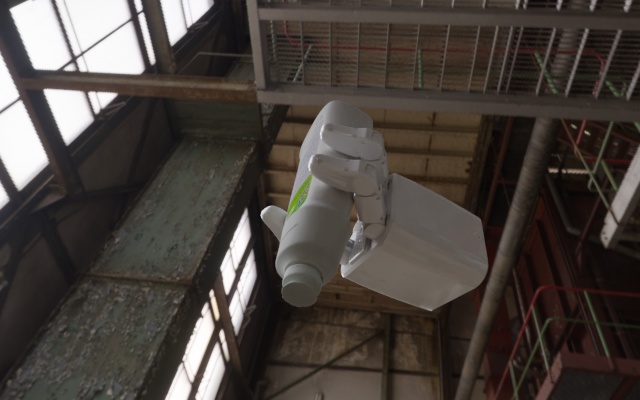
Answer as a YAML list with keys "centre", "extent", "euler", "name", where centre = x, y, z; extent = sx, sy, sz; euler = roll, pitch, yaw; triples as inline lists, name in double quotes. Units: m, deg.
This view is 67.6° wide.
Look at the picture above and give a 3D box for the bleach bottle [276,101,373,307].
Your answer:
- centre: [0.000, 0.001, 0.466]
  extent: [0.068, 0.103, 0.250]
  euler: [24, 39, -8]
  name: "bleach bottle"
